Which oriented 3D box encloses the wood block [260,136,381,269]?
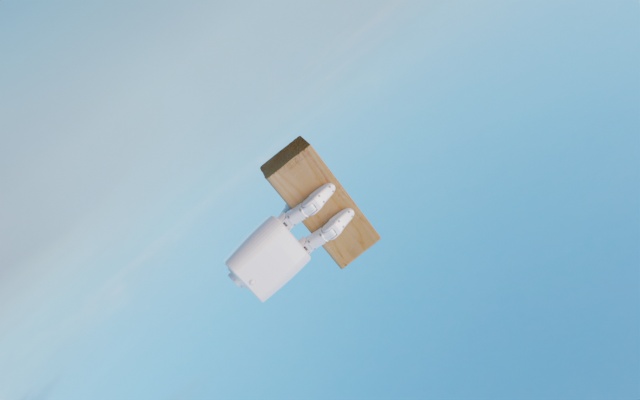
[{"bbox_3d":[0.000,0.003,0.809,0.090,0.206,0.090,-38,22,-1],"label":"wood block"}]
